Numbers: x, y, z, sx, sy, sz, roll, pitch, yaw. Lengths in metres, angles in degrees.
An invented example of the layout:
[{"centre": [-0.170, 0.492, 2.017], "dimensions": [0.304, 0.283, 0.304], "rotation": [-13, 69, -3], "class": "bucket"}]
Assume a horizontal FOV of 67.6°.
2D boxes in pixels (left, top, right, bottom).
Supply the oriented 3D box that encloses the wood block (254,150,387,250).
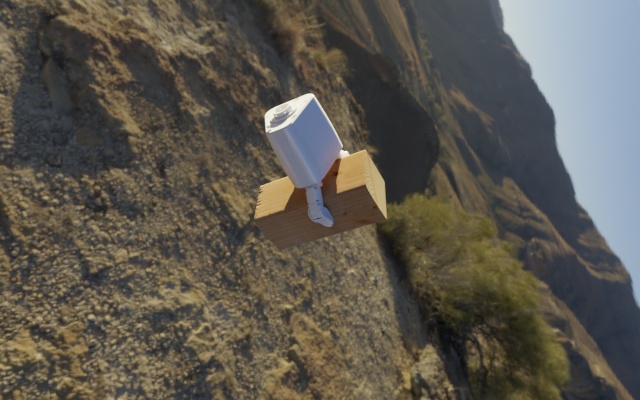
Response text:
[{"centre": [0.000, 0.003, 0.824], "dimensions": [0.206, 0.090, 0.090], "rotation": [-18, -47, 22], "class": "wood block"}]
